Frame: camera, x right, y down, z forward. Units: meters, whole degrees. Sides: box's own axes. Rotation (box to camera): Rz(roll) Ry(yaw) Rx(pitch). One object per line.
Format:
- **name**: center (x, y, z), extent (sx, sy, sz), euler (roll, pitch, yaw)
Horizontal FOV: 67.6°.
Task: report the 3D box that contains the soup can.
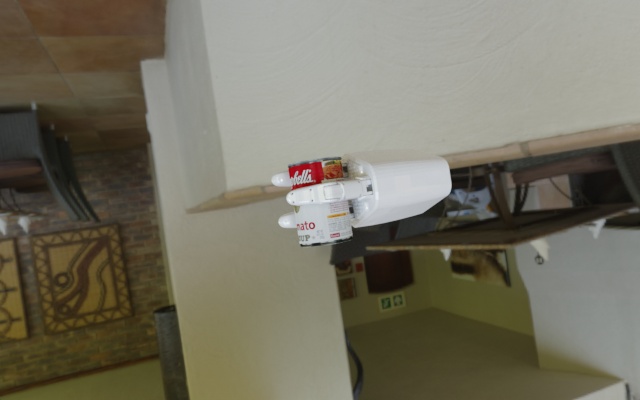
- **soup can**: center (0.000, 0.002, 0.589), extent (0.068, 0.102, 0.068), euler (-8, 0, 0)
